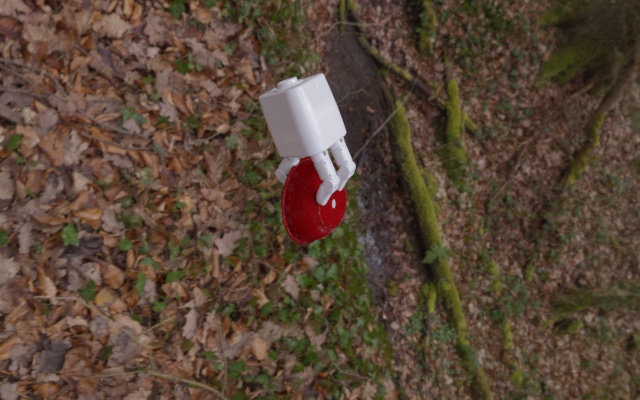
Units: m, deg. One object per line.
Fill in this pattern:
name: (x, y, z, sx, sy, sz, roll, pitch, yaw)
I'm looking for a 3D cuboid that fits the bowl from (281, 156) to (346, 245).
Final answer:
bowl: (0.001, 0.004, 0.849, 0.055, 0.162, 0.162, 7, 4, 33)
